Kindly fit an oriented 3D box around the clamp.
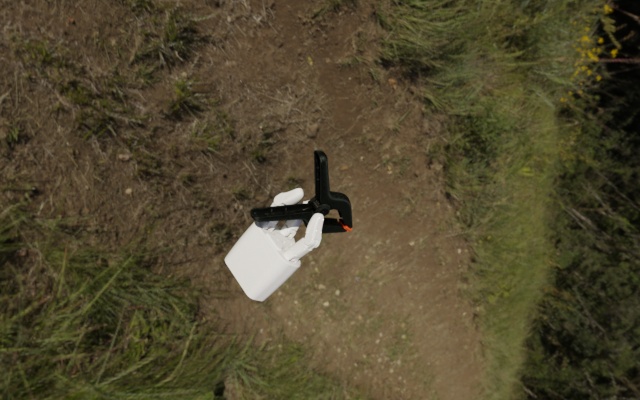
[{"bbox_3d":[0.001,0.004,0.849,0.210,0.164,0.036,26,26,-44],"label":"clamp"}]
